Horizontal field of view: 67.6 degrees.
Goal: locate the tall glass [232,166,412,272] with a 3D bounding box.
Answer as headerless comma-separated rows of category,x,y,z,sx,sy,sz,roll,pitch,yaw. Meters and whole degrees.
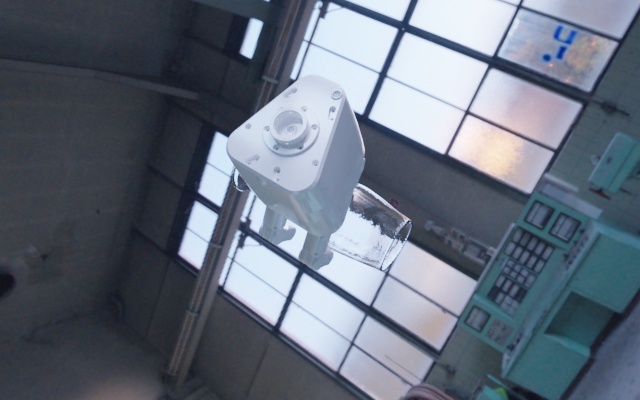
tall glass,0.000,0.001,0.535,0.201,0.079,0.079,30,12,21
